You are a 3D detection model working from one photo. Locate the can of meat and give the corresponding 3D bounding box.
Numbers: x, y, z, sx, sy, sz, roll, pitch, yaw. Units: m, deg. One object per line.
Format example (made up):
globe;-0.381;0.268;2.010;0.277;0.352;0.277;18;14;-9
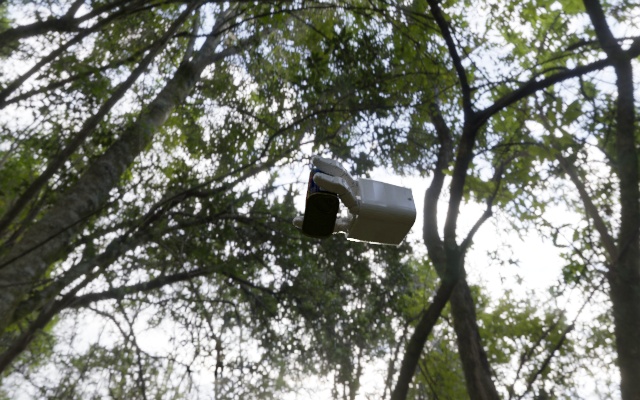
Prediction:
can of meat;0.000;0.003;0.860;0.057;0.102;0.084;7;39;-5
